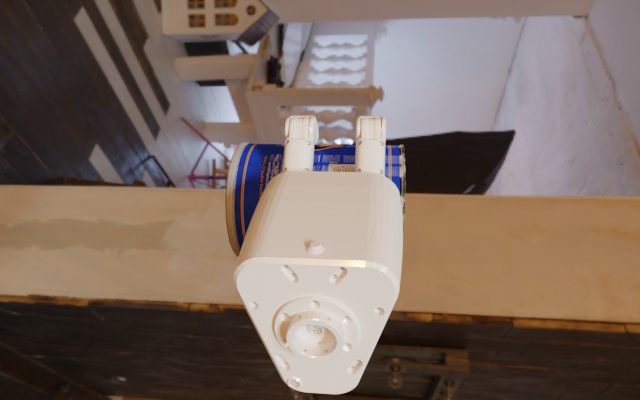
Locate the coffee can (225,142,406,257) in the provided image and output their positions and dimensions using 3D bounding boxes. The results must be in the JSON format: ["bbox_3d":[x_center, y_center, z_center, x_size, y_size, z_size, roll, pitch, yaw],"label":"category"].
[{"bbox_3d":[0.000,0.001,0.418,0.140,0.103,0.103,1,0,7],"label":"coffee can"}]
